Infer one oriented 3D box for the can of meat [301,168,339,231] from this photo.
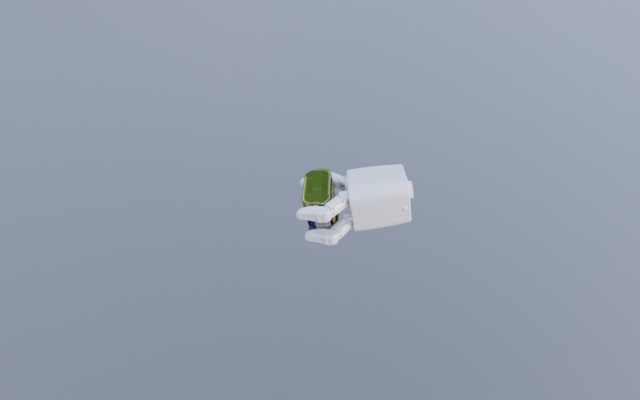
[{"bbox_3d":[0.000,0.003,0.885,0.057,0.084,0.102,-6,42,8],"label":"can of meat"}]
